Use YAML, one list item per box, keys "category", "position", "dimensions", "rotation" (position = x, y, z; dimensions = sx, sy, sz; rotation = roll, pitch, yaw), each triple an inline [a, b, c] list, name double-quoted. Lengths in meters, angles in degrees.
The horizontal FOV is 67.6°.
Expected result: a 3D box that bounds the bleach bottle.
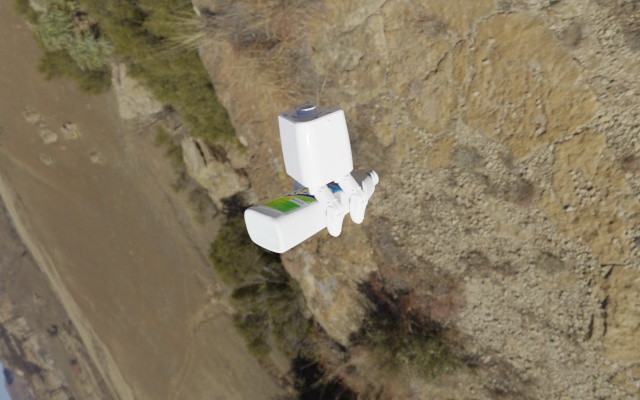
- category: "bleach bottle"
  position: [0.000, 0.003, 0.827]
  dimensions: [0.250, 0.068, 0.102]
  rotation: [-27, 29, -35]
